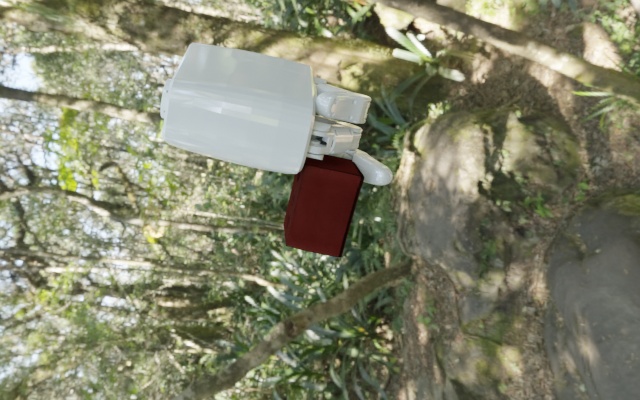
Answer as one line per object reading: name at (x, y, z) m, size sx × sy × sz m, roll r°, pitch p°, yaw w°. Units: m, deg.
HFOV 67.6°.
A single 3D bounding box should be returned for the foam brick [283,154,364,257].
foam brick at (0.000, 0.002, 0.423) m, size 0.051 × 0.078 × 0.053 m, roll 10°, pitch 19°, yaw -12°
